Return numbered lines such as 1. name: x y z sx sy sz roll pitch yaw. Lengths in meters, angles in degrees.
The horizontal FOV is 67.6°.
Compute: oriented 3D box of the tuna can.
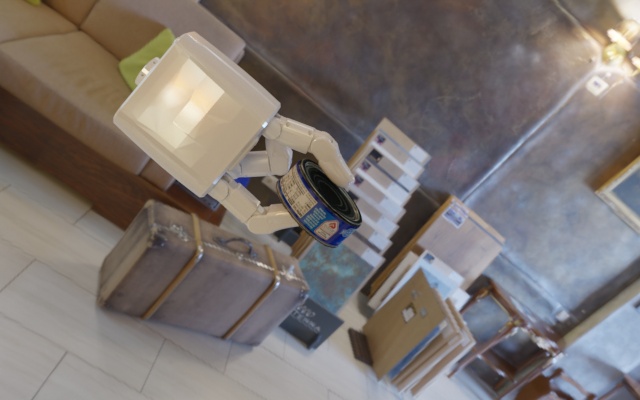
1. tuna can: 0.001 0.001 0.454 0.034 0.086 0.086 -42 -15 17
